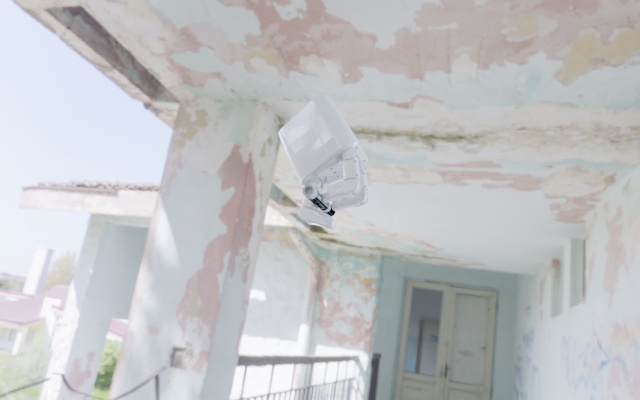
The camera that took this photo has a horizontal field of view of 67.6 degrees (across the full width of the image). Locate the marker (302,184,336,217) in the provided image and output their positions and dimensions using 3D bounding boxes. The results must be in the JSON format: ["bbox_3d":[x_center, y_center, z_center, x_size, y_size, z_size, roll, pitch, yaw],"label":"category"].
[{"bbox_3d":[0.000,0.002,0.734,0.020,0.020,0.121,0,-16,18],"label":"marker"}]
